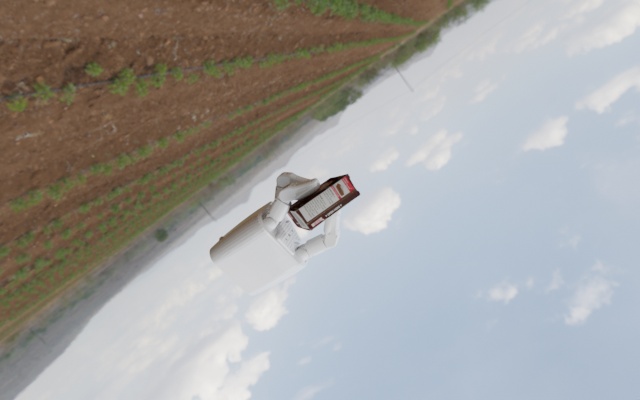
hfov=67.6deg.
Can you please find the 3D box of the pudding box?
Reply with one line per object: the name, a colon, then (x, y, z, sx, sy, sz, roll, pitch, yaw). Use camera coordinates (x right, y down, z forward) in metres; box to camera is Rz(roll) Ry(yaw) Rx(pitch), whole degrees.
pudding box: (0.000, 0.002, 0.693, 0.090, 0.039, 0.113, -36, 9, -9)
